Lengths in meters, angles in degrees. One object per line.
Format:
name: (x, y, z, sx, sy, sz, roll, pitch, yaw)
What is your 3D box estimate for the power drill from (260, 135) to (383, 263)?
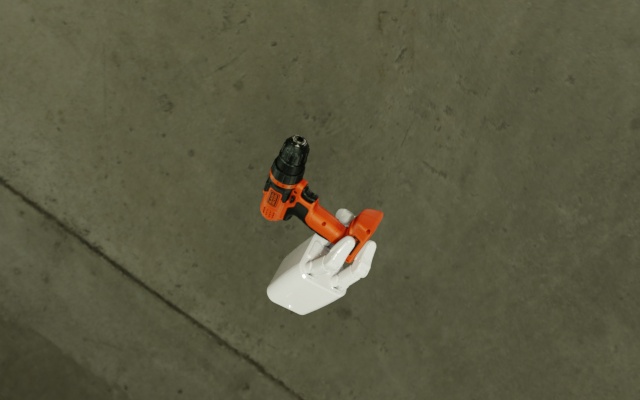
power drill: (0.000, 0.003, 0.747, 0.187, 0.057, 0.184, 34, -39, 6)
